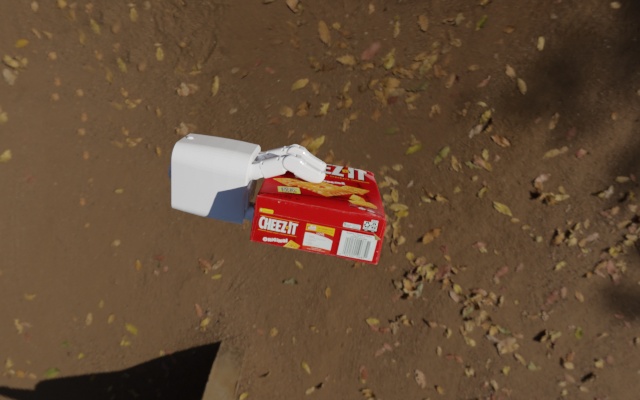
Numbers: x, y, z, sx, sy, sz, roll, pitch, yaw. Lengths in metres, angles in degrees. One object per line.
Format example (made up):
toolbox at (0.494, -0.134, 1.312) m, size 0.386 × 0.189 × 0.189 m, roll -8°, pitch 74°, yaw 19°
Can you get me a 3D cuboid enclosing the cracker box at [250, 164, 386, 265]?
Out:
cracker box at (0.000, 0.002, 0.679) m, size 0.164 × 0.072 × 0.213 m, roll 11°, pitch 19°, yaw -2°
